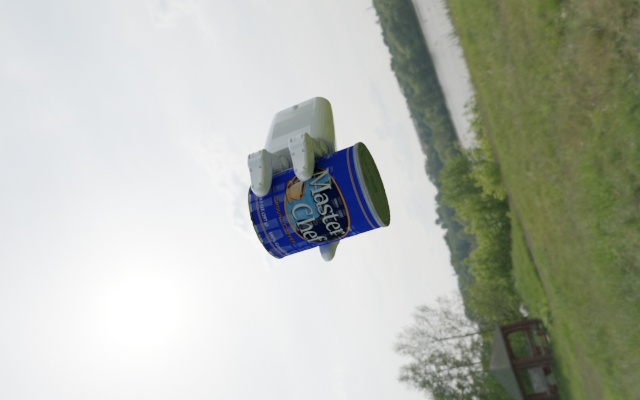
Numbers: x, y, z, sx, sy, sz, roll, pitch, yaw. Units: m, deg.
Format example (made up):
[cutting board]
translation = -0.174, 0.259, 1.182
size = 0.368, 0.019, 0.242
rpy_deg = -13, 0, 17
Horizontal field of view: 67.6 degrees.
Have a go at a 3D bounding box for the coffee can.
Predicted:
[coffee can]
translation = 0.000, 0.002, 0.568
size = 0.140, 0.103, 0.103
rpy_deg = -19, -6, 17
